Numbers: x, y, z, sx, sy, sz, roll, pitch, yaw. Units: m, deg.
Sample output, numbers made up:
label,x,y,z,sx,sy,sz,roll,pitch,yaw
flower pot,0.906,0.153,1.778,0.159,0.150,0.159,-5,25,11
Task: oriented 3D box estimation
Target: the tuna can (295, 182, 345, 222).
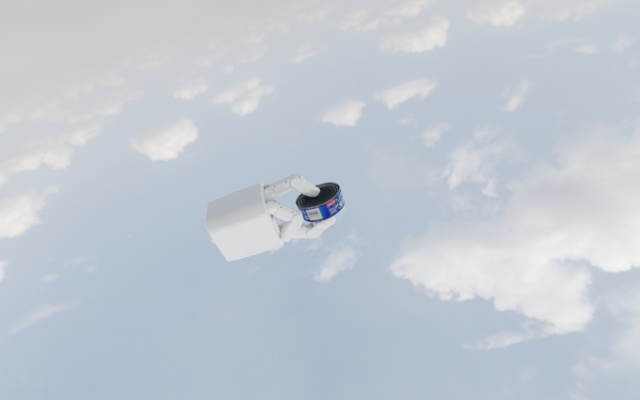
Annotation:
label,x,y,z,sx,sy,sz,roll,pitch,yaw
tuna can,0.000,0.003,0.867,0.086,0.034,0.086,-18,26,9
